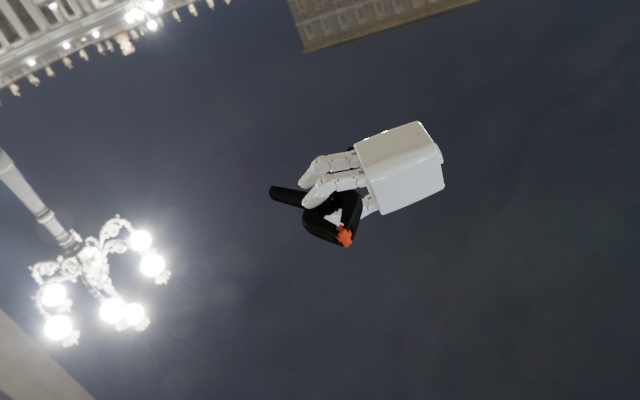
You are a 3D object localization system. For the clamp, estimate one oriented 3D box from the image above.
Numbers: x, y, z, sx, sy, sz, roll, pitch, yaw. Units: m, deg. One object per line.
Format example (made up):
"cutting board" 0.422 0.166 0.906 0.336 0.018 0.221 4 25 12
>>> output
"clamp" 0.001 0.003 0.730 0.164 0.036 0.209 -24 35 7
